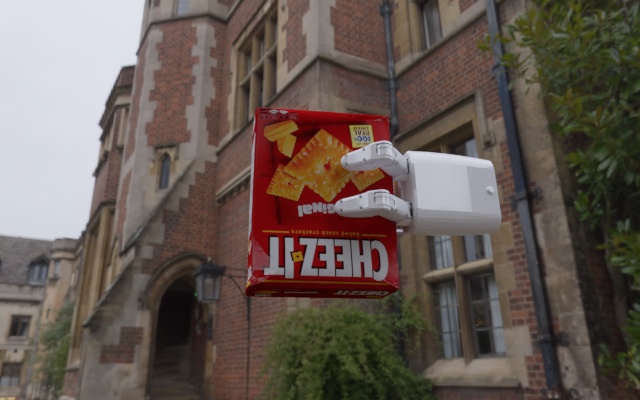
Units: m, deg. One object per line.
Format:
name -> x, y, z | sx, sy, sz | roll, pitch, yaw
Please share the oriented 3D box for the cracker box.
cracker box -> 0.000, 0.002, 0.557 | 0.164, 0.213, 0.072 | 3, -20, -10
